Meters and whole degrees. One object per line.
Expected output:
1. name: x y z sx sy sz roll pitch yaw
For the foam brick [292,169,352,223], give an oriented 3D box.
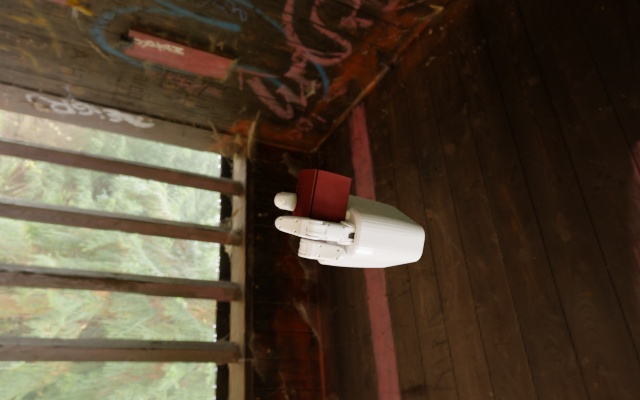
1. foam brick: 0.000 0.002 0.609 0.051 0.078 0.053 10 0 -26
